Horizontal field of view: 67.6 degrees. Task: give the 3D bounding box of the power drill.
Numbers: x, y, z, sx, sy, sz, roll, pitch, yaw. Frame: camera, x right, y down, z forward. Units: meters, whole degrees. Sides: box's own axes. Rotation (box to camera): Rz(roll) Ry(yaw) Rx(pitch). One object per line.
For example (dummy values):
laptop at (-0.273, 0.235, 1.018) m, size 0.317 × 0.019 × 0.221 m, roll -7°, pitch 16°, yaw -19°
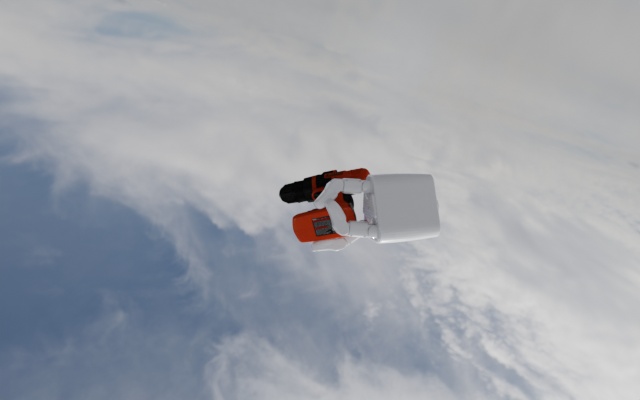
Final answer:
power drill at (0.000, 0.003, 0.866) m, size 0.184 × 0.057 × 0.187 m, roll -12°, pitch 26°, yaw 13°
